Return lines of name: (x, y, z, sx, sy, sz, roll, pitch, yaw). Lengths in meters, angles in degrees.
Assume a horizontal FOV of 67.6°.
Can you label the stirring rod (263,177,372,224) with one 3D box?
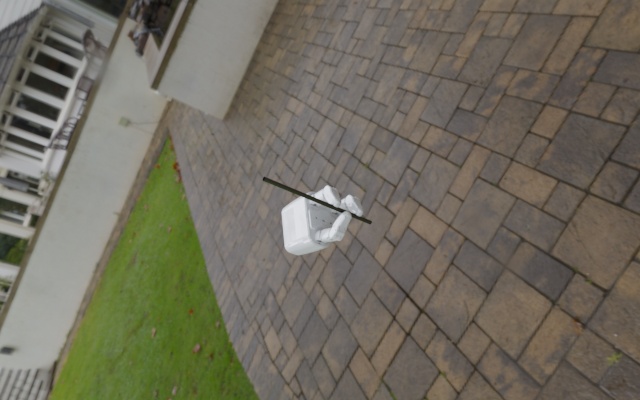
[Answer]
stirring rod: (0.000, 0.003, 0.882, 0.239, 0.011, 0.011, 22, -11, -28)
